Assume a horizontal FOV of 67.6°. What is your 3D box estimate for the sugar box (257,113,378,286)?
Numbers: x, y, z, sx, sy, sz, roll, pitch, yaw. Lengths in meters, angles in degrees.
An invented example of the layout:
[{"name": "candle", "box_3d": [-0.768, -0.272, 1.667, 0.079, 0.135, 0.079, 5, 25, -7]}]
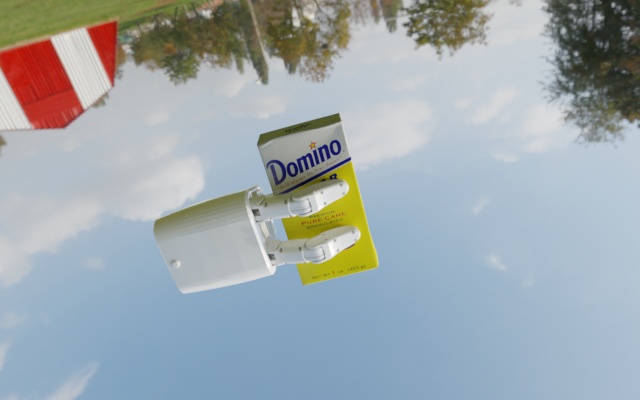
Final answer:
[{"name": "sugar box", "box_3d": [0.000, 0.002, 0.528, 0.093, 0.176, 0.048, -15, 24, 5]}]
